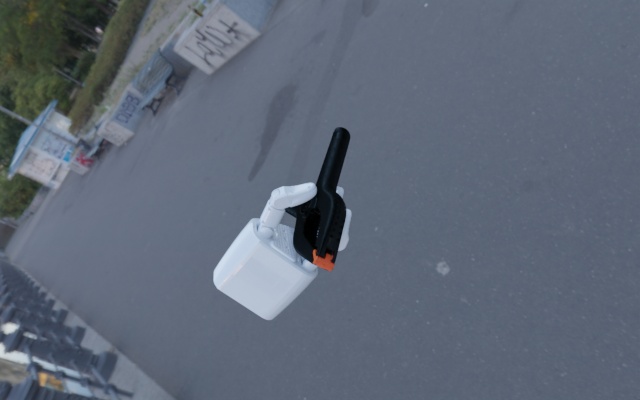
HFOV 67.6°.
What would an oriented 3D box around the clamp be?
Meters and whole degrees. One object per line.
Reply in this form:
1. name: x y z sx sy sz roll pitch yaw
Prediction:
1. clamp: -0.001 0.002 0.636 0.036 0.165 0.209 26 25 -25
